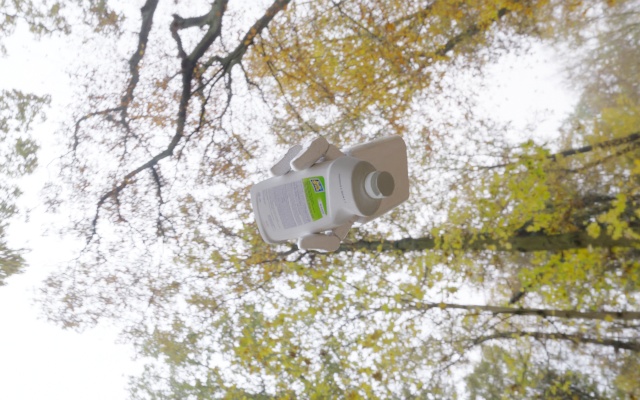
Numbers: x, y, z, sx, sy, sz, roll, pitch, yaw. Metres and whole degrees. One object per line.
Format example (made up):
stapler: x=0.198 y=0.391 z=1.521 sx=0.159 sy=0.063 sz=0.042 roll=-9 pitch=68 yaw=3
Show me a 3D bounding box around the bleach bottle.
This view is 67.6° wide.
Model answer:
bleach bottle: x=0.000 y=0.002 z=0.629 sx=0.068 sy=0.102 sz=0.251 roll=-22 pitch=8 yaw=-37
